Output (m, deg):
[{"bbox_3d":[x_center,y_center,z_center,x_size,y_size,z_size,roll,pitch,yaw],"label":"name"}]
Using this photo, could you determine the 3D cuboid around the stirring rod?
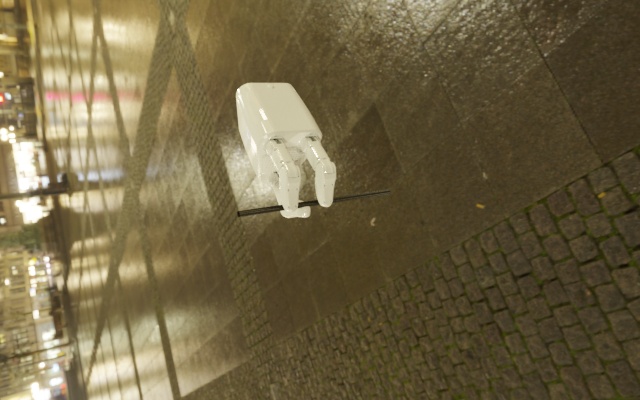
[{"bbox_3d":[0.000,0.002,0.655,0.239,0.011,0.011,-8,4,-31],"label":"stirring rod"}]
